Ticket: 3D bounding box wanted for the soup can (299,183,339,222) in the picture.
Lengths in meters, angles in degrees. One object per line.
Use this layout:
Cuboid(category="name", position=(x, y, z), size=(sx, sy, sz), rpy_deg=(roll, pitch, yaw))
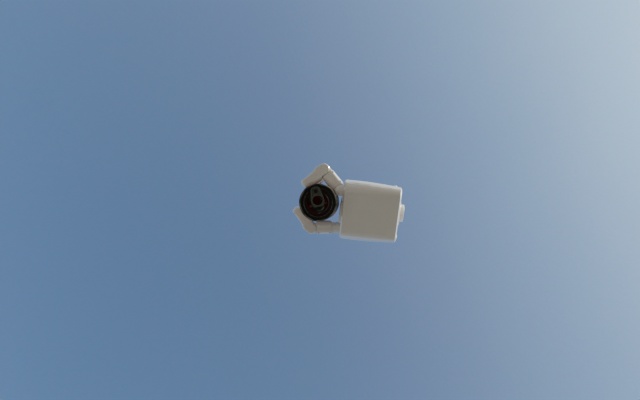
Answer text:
Cuboid(category="soup can", position=(0.000, 0.003, 0.897), size=(0.068, 0.068, 0.102), rpy_deg=(0, 1, 6))
